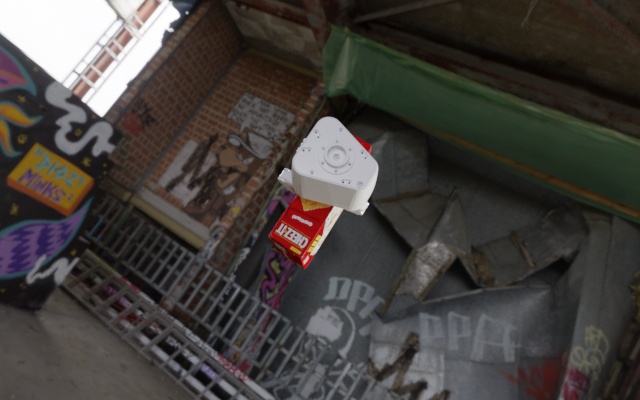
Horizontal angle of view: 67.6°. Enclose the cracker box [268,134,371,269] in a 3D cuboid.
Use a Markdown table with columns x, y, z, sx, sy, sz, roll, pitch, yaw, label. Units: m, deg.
| x | y | z | sx | sy | sz | roll | pitch | yaw | label |
| --- | --- | --- | --- | --- | --- | --- | --- | --- | --- |
| 0.000 | 0.003 | 0.820 | 0.072 | 0.213 | 0.164 | 32 | -12 | 8 | cracker box |
